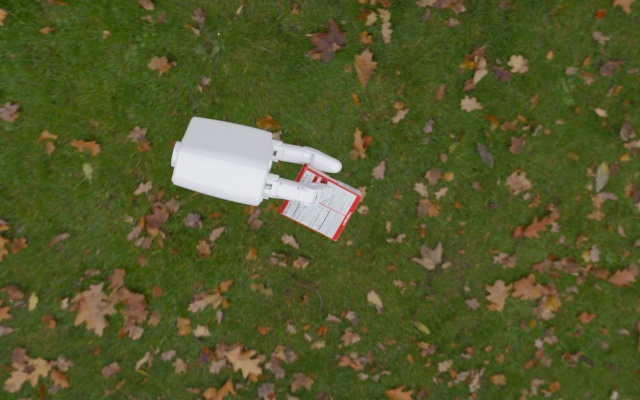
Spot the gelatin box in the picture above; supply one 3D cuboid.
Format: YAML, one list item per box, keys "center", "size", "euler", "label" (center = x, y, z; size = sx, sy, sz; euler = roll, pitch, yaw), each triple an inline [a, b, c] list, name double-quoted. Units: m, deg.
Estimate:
- center: [0.000, 0.002, 0.645]
  size: [0.089, 0.073, 0.030]
  euler: [27, 14, -9]
  label: "gelatin box"
